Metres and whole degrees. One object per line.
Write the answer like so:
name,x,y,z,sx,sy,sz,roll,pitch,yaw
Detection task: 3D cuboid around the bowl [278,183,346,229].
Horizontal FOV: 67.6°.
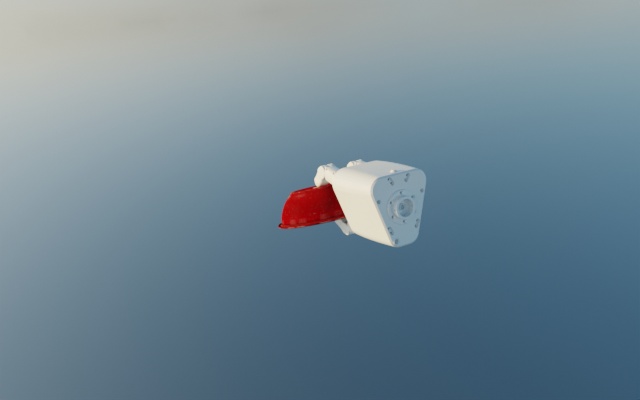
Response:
bowl,-0.001,0.002,0.823,0.162,0.055,0.162,-13,5,1
